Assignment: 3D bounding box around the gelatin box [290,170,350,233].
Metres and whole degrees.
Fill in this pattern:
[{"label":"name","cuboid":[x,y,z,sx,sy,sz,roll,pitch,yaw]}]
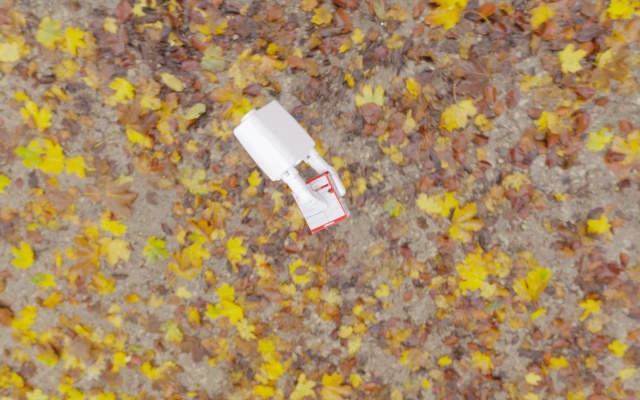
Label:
[{"label":"gelatin box","cuboid":[0.000,0.003,0.840,0.073,0.089,0.030,-25,7,17]}]
